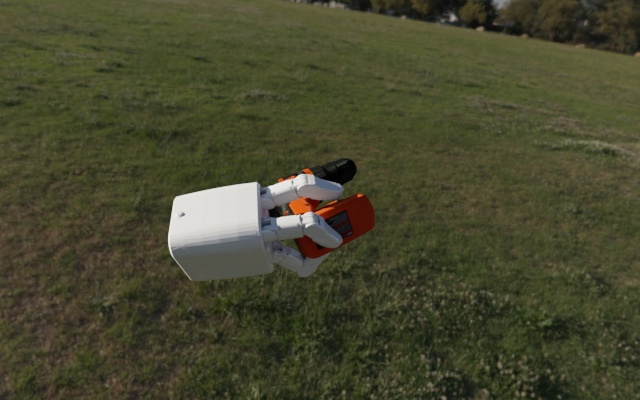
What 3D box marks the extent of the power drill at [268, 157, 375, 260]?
[{"bbox_3d":[0.000,0.002,0.670,0.184,0.057,0.187,-27,24,-14],"label":"power drill"}]
